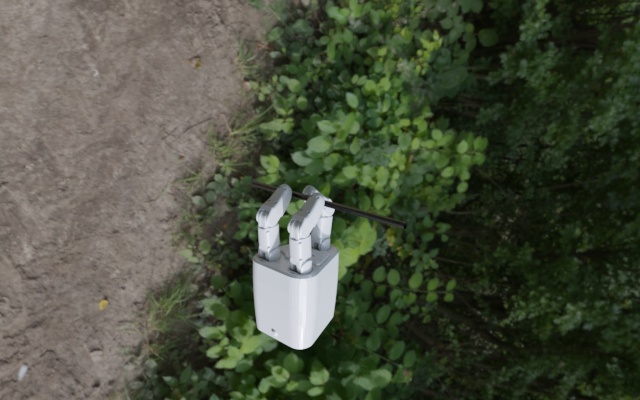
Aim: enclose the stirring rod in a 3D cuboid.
[{"bbox_3d":[0.000,0.002,0.593,0.239,0.011,0.011,15,9,37],"label":"stirring rod"}]
